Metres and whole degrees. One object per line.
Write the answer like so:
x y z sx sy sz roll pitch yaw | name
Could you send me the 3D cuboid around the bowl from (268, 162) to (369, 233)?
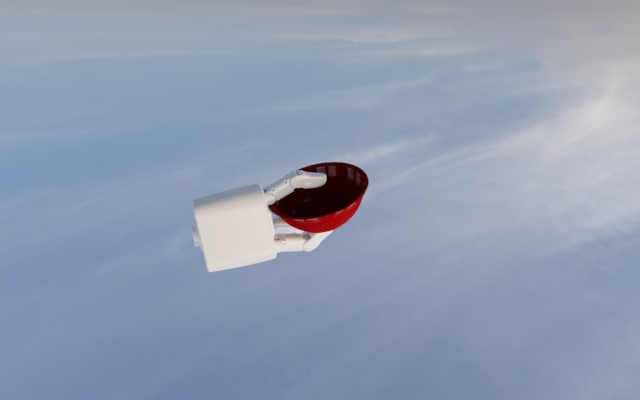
0.002 0.003 0.752 0.162 0.055 0.162 -11 32 7 | bowl
